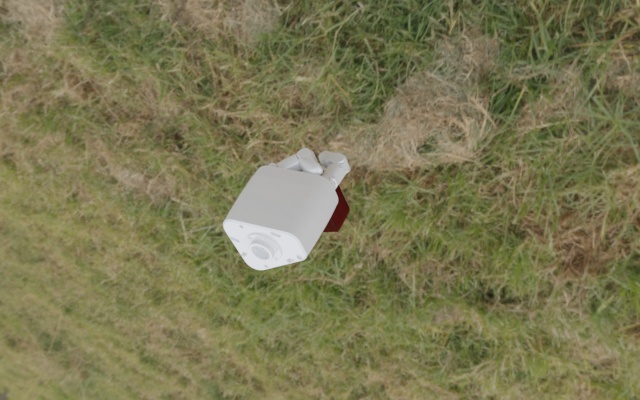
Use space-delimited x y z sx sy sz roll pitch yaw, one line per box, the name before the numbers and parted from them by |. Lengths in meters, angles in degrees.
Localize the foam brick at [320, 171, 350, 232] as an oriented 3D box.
foam brick | 0.000 0.002 0.691 0.053 0.078 0.051 -3 40 30
